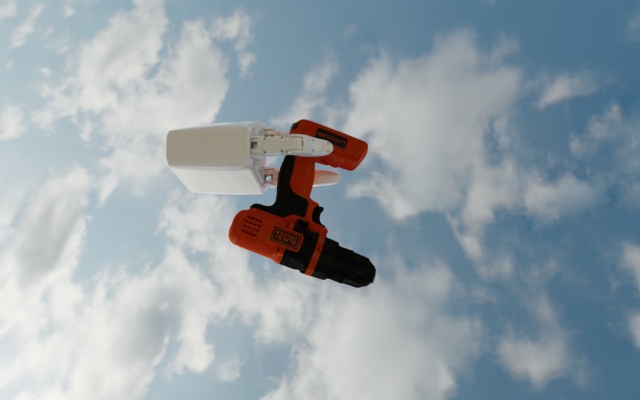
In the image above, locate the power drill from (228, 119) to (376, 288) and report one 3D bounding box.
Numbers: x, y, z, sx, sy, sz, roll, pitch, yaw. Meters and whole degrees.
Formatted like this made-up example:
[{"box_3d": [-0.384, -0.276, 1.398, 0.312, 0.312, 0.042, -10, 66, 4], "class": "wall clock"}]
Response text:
[{"box_3d": [0.000, 0.001, 0.600, 0.184, 0.187, 0.057, 21, -25, -5], "class": "power drill"}]
